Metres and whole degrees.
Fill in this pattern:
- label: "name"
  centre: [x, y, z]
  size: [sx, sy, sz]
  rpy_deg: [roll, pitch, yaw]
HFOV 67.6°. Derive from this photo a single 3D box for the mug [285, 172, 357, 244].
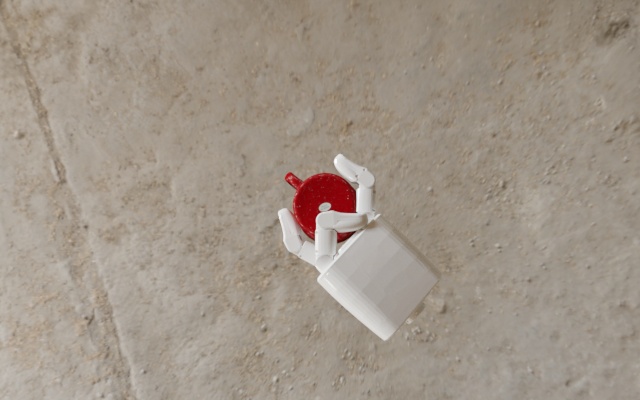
- label: "mug"
  centre: [-0.001, 0.001, 0.627]
  size: [0.117, 0.093, 0.081]
  rpy_deg: [42, -2, 9]
